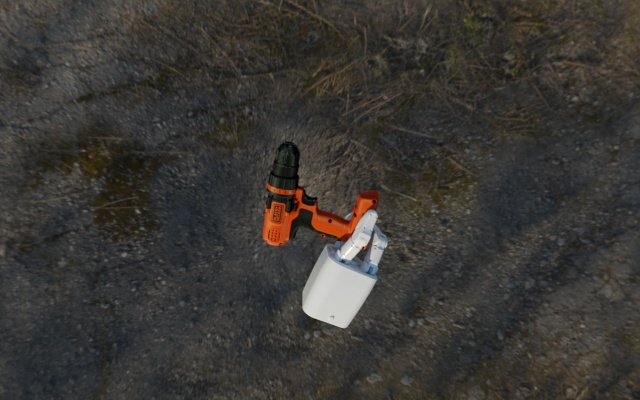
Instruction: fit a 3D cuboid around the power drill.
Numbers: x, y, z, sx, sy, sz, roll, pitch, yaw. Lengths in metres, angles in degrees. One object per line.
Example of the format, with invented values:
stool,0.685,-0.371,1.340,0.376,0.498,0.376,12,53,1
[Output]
power drill,0.001,0.003,0.810,0.187,0.184,0.057,12,23,3
